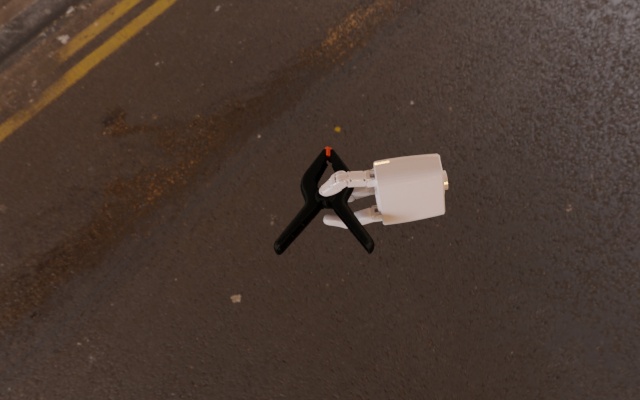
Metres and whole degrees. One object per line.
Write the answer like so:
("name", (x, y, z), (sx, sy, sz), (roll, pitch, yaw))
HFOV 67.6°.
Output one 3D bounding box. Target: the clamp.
("clamp", (0.000, 0.002, 0.817), (0.164, 0.209, 0.036), (-7, -31, 6))
